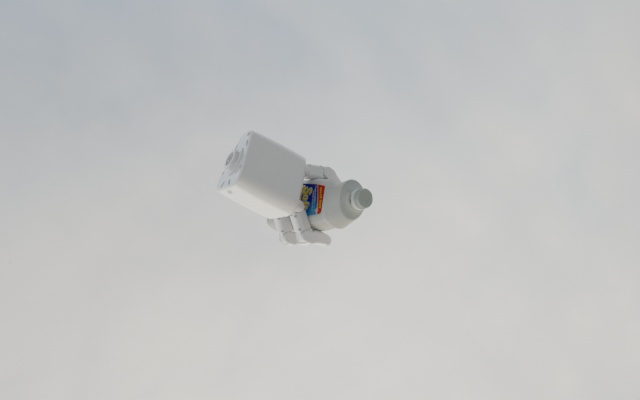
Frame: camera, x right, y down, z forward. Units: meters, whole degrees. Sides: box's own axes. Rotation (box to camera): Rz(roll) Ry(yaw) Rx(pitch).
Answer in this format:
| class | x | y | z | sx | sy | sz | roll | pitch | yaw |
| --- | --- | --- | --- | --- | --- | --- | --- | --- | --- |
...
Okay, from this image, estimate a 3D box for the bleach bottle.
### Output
| class | x | y | z | sx | sy | sz | roll | pitch | yaw |
| --- | --- | --- | --- | --- | --- | --- | --- | --- | --- |
| bleach bottle | 0.000 | 0.003 | 0.799 | 0.068 | 0.102 | 0.251 | 29 | -21 | -27 |
